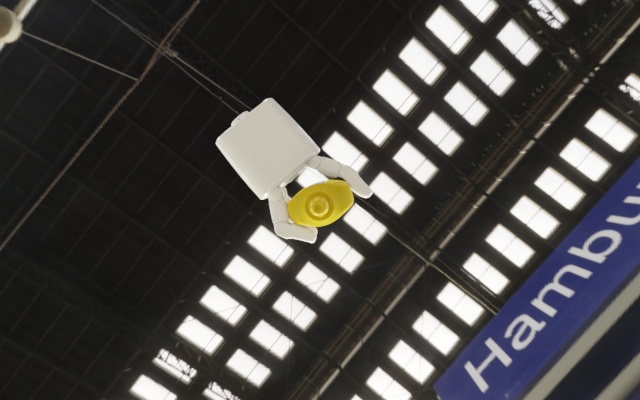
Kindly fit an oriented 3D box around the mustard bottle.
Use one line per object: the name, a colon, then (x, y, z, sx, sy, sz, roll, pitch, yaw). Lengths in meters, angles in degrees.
mustard bottle: (0.000, 0.003, 0.700, 0.096, 0.058, 0.191, -16, 3, 2)
